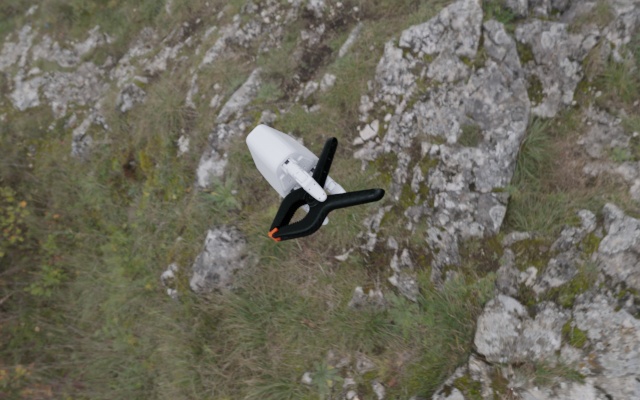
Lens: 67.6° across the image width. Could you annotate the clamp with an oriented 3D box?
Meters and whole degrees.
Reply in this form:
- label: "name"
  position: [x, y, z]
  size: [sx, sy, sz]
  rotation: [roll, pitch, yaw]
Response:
- label: "clamp"
  position: [-0.001, 0.003, 0.831]
  size: [0.164, 0.210, 0.036]
  rotation: [43, 0, 37]
